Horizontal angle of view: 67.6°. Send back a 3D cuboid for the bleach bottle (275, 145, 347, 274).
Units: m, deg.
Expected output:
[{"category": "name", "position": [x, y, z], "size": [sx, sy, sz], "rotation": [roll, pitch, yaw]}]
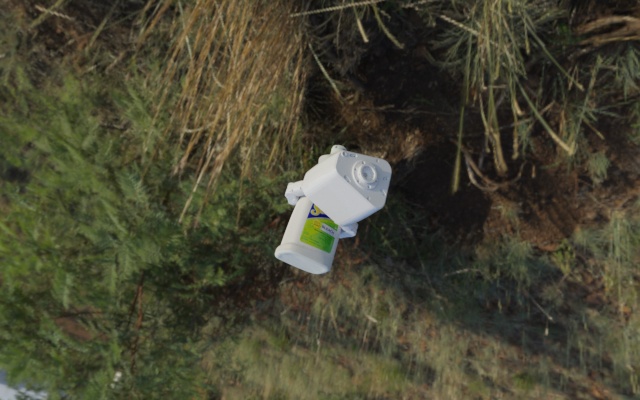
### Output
[{"category": "bleach bottle", "position": [0.000, 0.003, 0.888], "size": [0.102, 0.250, 0.068], "rotation": [27, -28, -22]}]
